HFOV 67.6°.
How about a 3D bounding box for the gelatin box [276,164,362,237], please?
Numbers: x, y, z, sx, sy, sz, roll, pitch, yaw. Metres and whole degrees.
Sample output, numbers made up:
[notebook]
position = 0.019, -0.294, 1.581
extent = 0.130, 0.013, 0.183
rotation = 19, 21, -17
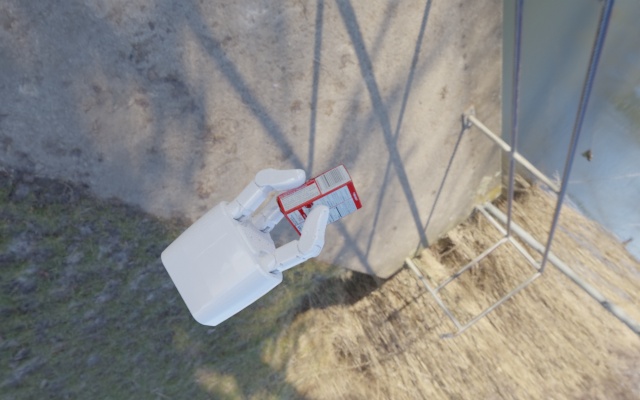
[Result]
[gelatin box]
position = 0.001, 0.002, 0.572
extent = 0.089, 0.030, 0.073
rotation = -26, -30, 2
